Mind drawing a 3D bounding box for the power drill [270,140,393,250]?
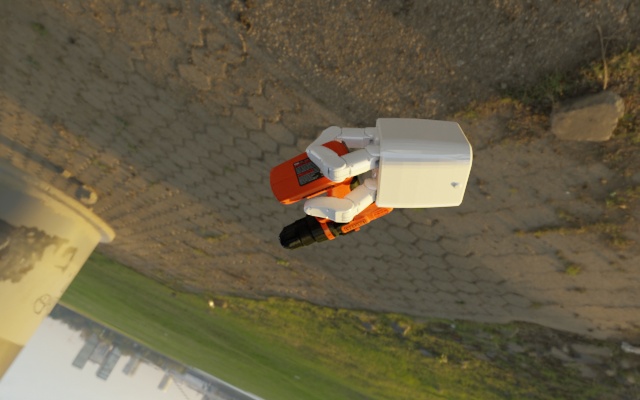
[{"bbox_3d":[0.000,0.002,0.663,0.184,0.057,0.188,-25,-26,8],"label":"power drill"}]
